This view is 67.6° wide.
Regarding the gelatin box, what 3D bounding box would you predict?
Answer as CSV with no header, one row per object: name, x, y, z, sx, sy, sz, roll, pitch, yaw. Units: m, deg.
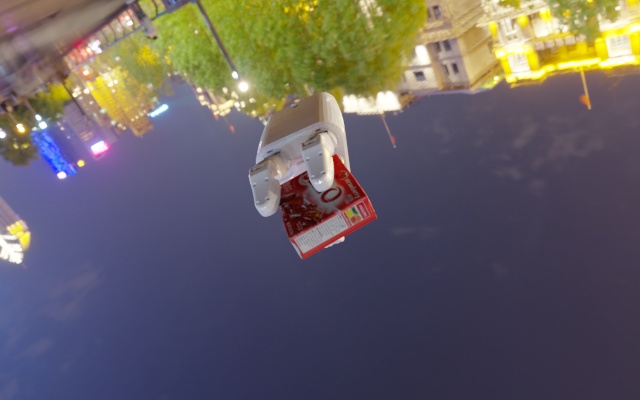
gelatin box,0.000,0.002,0.428,0.073,0.030,0.089,-29,33,1
